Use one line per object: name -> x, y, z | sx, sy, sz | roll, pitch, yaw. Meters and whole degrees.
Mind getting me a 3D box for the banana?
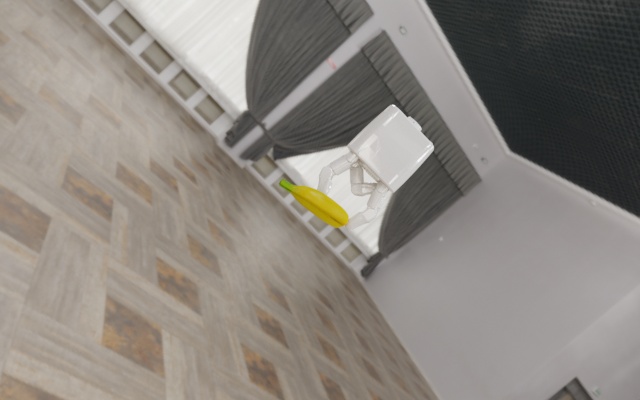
banana -> 0.010, 0.012, 0.789 | 0.069, 0.037, 0.198 | 44, 4, 34
